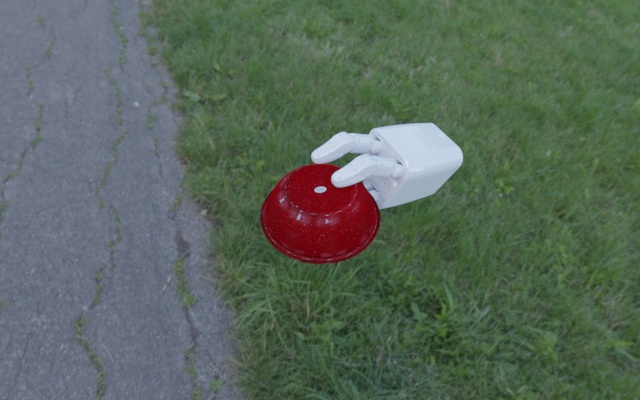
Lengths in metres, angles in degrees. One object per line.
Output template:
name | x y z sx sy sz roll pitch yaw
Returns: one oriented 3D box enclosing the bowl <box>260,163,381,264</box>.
bowl | -0.001 0.002 0.622 0.162 0.162 0.055 0 -42 -1
